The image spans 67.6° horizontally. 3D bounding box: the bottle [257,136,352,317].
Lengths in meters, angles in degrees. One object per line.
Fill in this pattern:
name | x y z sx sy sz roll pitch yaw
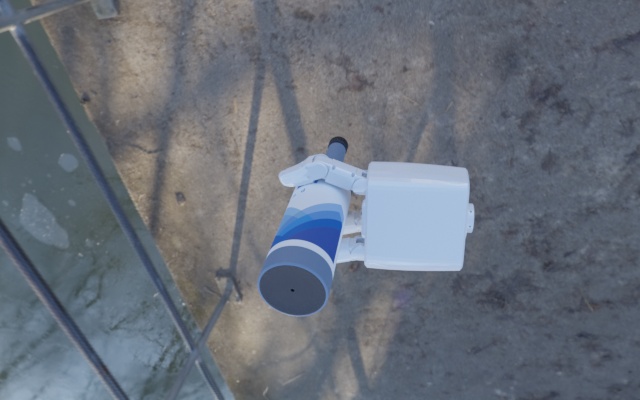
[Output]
bottle | 0.000 0.002 0.552 0.069 0.069 0.295 0 33 12
